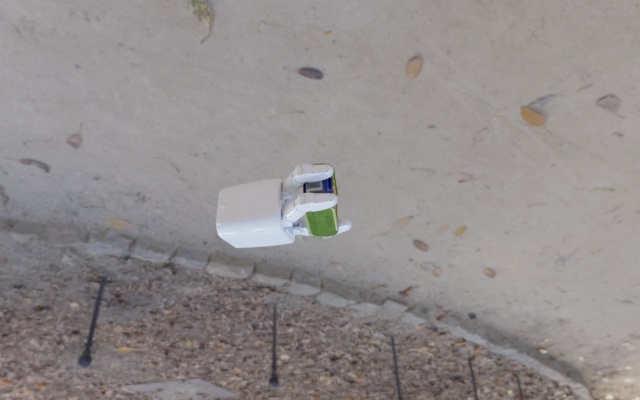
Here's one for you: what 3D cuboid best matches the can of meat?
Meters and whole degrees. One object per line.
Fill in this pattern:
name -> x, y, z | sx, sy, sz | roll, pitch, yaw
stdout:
can of meat -> 0.000, 0.003, 0.791 | 0.057, 0.084, 0.102 | -6, -36, 5
